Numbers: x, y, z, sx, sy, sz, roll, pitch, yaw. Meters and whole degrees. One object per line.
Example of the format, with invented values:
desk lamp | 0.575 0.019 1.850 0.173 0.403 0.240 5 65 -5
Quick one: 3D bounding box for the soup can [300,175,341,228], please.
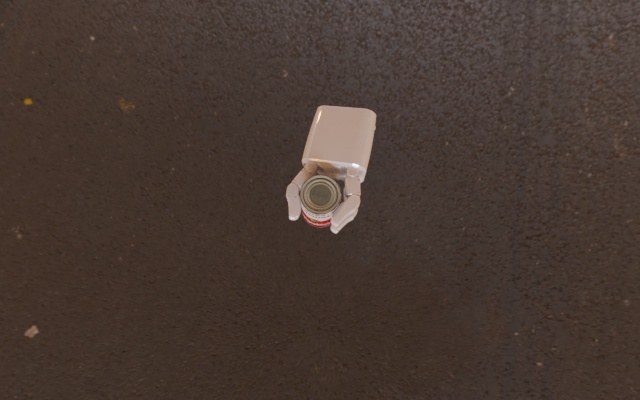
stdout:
soup can | 0.000 0.003 0.808 0.068 0.068 0.102 0 -15 0
